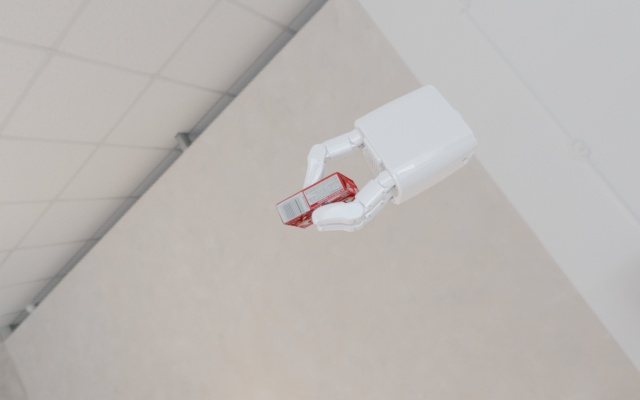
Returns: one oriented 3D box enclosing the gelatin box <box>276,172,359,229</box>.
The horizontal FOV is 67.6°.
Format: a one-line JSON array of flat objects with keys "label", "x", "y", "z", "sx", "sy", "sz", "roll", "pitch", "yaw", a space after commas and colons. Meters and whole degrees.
[{"label": "gelatin box", "x": 0.000, "y": 0.002, "z": 0.584, "sx": 0.089, "sy": 0.030, "sz": 0.073, "roll": -28, "pitch": -14, "yaw": 12}]
